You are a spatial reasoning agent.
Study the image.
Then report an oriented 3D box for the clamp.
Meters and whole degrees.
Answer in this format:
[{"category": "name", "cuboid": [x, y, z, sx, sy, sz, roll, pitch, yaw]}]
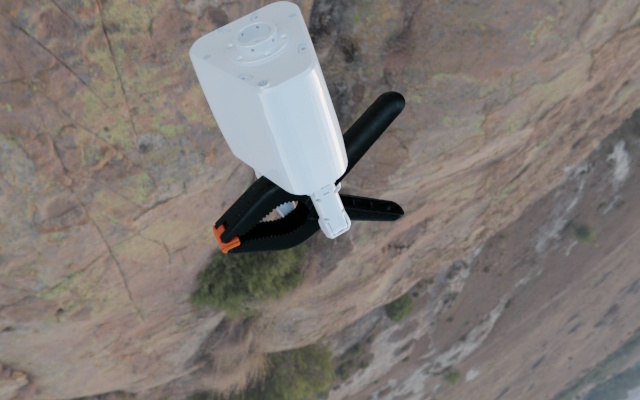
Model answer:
[{"category": "clamp", "cuboid": [0.000, 0.002, 0.473, 0.210, 0.165, 0.036, -29, 47, -8]}]
